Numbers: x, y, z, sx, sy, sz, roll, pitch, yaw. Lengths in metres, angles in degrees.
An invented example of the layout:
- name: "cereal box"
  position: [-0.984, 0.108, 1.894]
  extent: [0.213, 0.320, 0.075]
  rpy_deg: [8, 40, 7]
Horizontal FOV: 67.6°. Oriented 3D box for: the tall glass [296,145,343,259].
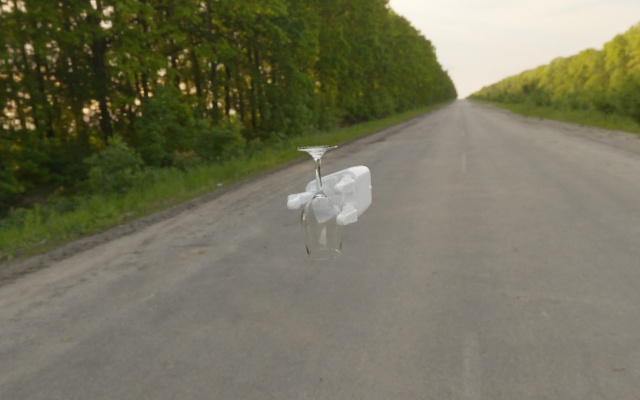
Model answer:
- name: "tall glass"
  position: [0.000, 0.002, 0.871]
  extent: [0.079, 0.201, 0.079]
  rpy_deg: [-4, 10, 1]
